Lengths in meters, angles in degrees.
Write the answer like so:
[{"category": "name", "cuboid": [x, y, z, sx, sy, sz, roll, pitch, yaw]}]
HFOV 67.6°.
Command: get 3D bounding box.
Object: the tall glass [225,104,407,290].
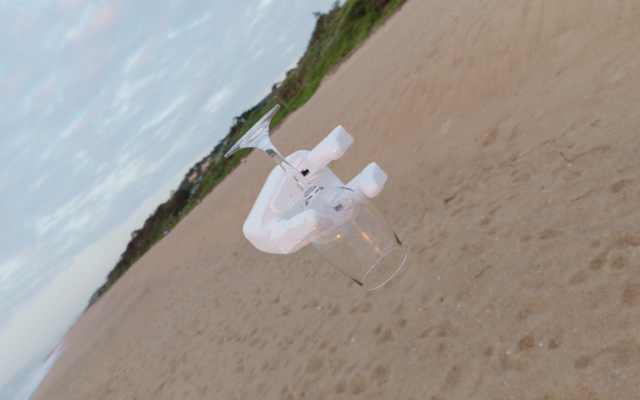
[{"category": "tall glass", "cuboid": [0.000, 0.001, 0.488, 0.079, 0.201, 0.079, -42, 10, 9]}]
